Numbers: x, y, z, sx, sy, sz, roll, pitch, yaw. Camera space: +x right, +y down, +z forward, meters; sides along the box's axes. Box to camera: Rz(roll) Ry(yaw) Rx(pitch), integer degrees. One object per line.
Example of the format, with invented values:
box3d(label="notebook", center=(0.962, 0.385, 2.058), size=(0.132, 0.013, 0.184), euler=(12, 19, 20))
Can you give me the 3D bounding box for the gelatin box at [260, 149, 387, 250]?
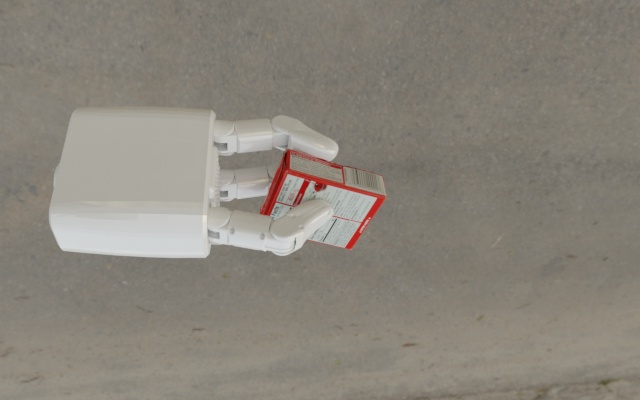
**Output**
box3d(label="gelatin box", center=(0.000, 0.002, 0.404), size=(0.089, 0.030, 0.073), euler=(14, -47, -15))
